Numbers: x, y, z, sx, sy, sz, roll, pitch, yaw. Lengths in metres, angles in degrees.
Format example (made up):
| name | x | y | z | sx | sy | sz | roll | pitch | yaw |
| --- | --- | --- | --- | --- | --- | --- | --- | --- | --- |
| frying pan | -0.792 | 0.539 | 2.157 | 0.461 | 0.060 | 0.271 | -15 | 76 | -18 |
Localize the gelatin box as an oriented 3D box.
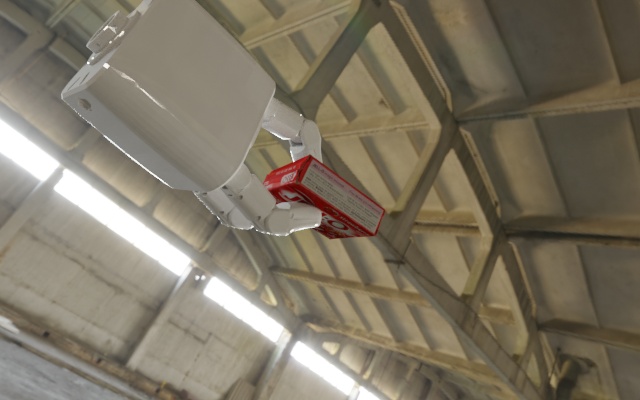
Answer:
| name | x | y | z | sx | sy | sz | roll | pitch | yaw |
| --- | --- | --- | --- | --- | --- | --- | --- | --- | --- |
| gelatin box | 0.001 | 0.001 | 0.420 | 0.089 | 0.030 | 0.073 | 34 | -22 | -23 |
